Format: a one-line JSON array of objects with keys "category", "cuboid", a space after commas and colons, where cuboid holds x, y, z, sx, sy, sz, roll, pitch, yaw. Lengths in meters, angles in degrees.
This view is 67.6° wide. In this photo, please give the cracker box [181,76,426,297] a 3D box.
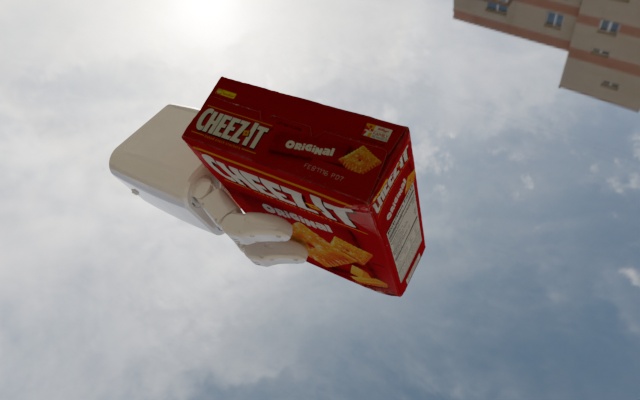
[{"category": "cracker box", "cuboid": [0.000, 0.001, 0.426, 0.164, 0.072, 0.214, 20, -20, 24]}]
